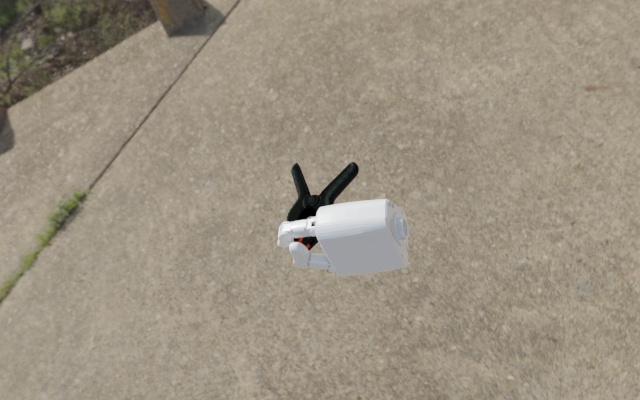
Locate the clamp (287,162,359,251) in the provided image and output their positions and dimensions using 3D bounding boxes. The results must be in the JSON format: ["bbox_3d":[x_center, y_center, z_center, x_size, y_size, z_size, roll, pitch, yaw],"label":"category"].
[{"bbox_3d":[0.000,0.002,0.772,0.120,0.171,0.039,-10,-34,24],"label":"clamp"}]
